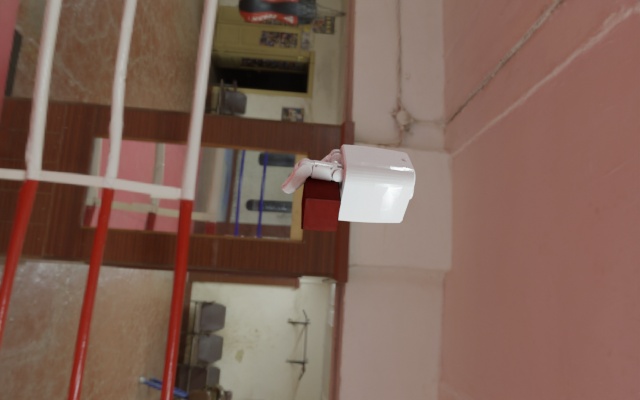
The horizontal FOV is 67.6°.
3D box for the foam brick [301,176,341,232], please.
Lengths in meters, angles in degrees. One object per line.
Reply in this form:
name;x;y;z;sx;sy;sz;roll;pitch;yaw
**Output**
foam brick;0.000;0.002;0.691;0.051;0.053;0.078;6;29;-5
